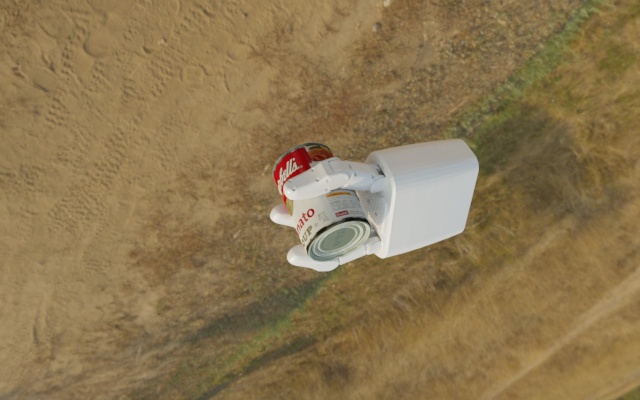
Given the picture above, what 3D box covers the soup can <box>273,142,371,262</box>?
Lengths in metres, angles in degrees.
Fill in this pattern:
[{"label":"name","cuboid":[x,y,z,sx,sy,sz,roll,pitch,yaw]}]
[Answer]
[{"label":"soup can","cuboid":[0.000,0.002,0.476,0.068,0.102,0.069,-18,-34,-12]}]
